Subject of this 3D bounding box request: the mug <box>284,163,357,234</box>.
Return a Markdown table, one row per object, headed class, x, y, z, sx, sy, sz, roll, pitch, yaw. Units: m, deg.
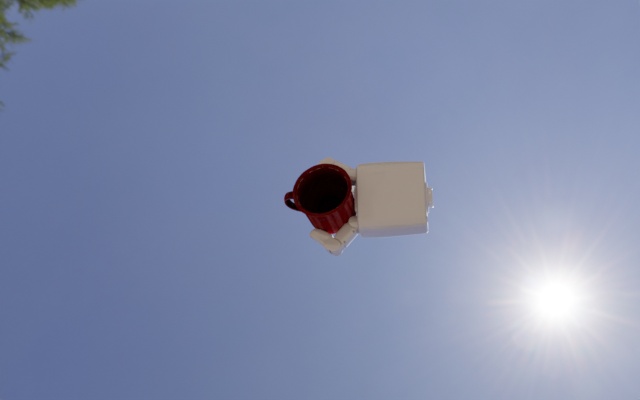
| class | x | y | z | sx | sy | sz | roll | pitch | yaw |
| --- | --- | --- | --- | --- | --- | --- | --- | --- | --- |
| mug | -0.001 | 0.003 | 0.760 | 0.117 | 0.093 | 0.081 | -4 | -29 | 14 |
